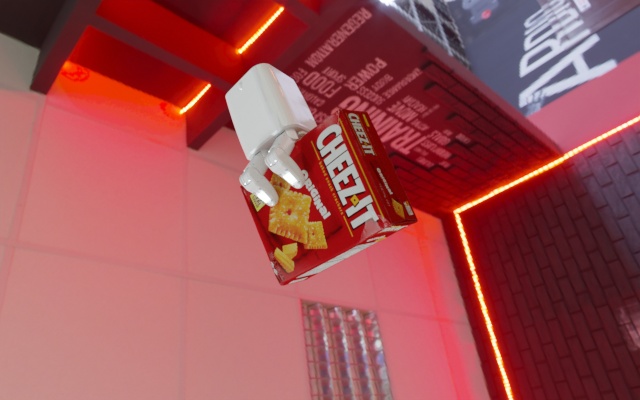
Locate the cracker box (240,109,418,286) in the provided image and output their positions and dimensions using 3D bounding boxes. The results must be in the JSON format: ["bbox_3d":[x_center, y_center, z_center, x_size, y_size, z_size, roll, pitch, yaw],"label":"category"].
[{"bbox_3d":[0.000,0.002,0.651,0.214,0.164,0.072,-33,-17,36],"label":"cracker box"}]
